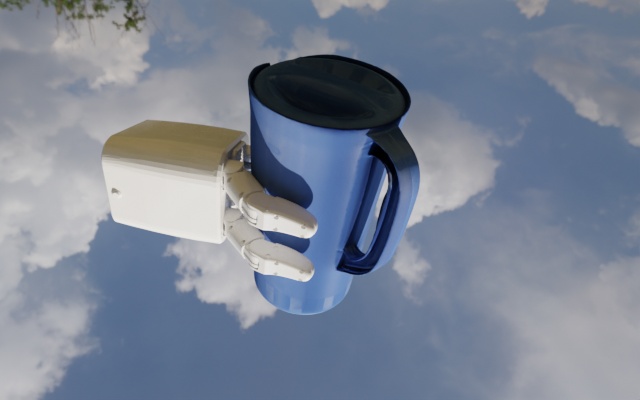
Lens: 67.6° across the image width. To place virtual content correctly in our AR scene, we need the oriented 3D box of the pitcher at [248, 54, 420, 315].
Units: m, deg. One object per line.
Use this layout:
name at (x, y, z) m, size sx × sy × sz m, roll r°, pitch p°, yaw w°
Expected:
pitcher at (0.000, 0.001, 0.451) m, size 0.145 × 0.243 × 0.149 m, roll 9°, pitch 39°, yaw 1°
